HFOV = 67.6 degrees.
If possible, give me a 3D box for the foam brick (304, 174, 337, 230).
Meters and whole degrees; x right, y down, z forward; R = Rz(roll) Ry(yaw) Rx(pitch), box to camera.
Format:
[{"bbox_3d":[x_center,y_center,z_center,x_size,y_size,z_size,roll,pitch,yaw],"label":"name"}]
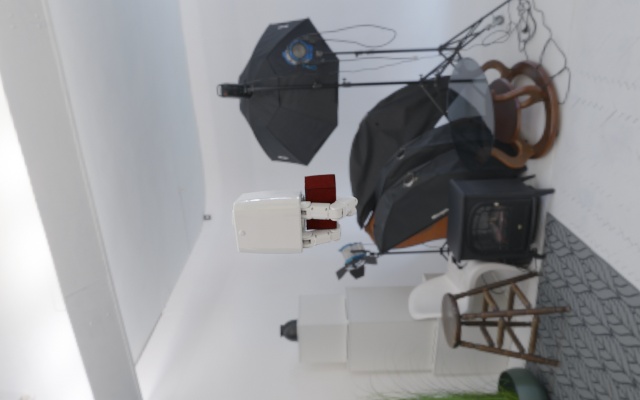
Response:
[{"bbox_3d":[0.000,0.002,0.783,0.051,0.078,0.053,-2,27,0],"label":"foam brick"}]
